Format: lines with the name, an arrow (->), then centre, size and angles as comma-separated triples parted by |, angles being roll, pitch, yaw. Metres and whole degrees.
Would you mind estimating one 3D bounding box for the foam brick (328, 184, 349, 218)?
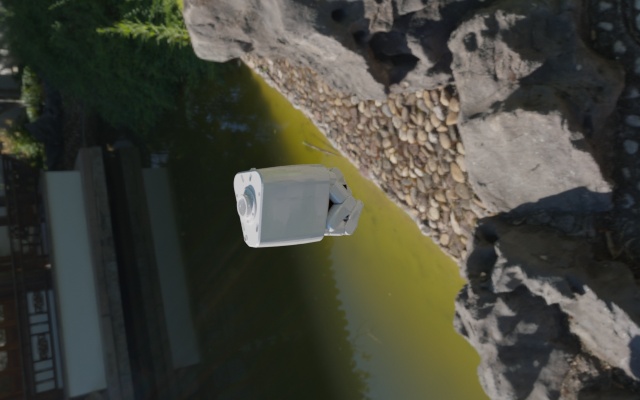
foam brick -> 0.000, 0.003, 0.741 | 0.051, 0.053, 0.078 | -5, 2, -33
